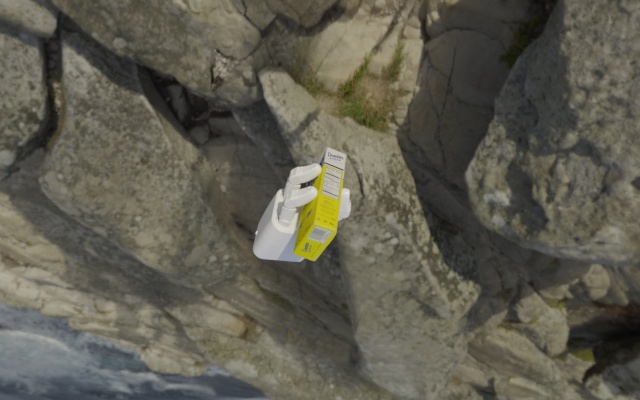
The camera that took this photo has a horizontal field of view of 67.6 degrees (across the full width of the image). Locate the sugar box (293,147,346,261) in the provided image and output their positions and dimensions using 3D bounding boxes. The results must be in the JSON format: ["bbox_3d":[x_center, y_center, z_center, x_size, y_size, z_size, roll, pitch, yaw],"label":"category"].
[{"bbox_3d":[0.000,0.003,0.801,0.048,0.176,0.093,19,-44,-15],"label":"sugar box"}]
